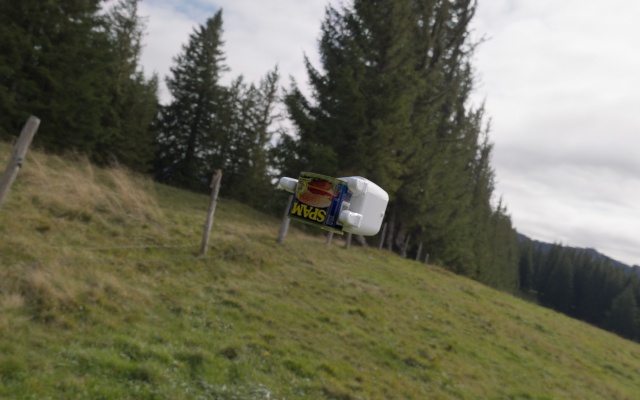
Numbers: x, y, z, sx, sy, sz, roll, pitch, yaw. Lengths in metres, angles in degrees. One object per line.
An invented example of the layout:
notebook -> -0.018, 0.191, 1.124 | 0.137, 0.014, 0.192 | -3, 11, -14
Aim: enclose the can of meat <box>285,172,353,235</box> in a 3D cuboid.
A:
can of meat -> 0.000, 0.002, 0.795 | 0.102, 0.084, 0.057 | 15, -3, 36
